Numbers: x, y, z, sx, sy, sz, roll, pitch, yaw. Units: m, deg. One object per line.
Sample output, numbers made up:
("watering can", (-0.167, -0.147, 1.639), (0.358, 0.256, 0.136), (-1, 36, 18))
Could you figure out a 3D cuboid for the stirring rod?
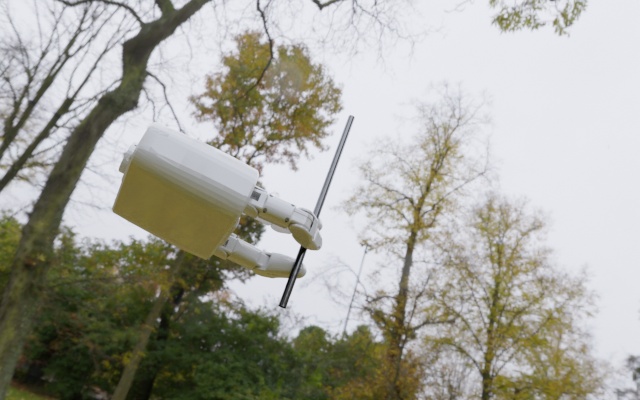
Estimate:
("stirring rod", (0.000, 0.002, 0.513), (0.011, 0.239, 0.011), (16, -27, 8))
